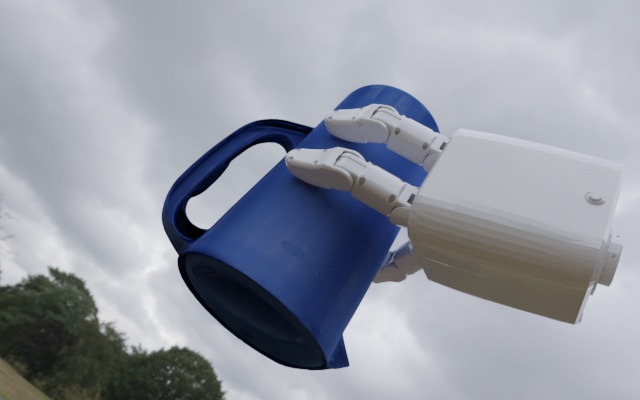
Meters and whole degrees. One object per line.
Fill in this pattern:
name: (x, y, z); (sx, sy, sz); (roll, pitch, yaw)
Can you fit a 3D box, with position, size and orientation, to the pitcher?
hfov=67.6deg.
pitcher: (0.000, 0.001, 0.403); (0.145, 0.149, 0.242); (14, 51, 32)
